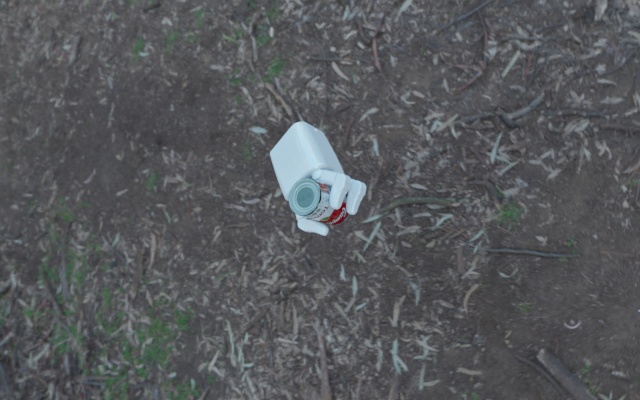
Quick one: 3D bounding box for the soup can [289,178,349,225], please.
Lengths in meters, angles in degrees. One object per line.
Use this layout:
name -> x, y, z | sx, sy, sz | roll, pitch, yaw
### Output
soup can -> 0.000, 0.003, 0.841 | 0.068, 0.068, 0.102 | 0, -11, 34
